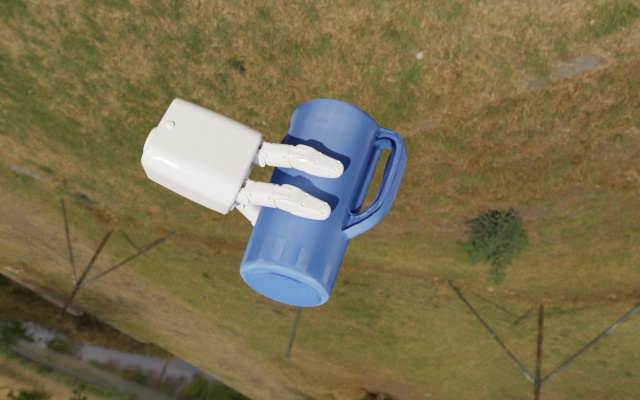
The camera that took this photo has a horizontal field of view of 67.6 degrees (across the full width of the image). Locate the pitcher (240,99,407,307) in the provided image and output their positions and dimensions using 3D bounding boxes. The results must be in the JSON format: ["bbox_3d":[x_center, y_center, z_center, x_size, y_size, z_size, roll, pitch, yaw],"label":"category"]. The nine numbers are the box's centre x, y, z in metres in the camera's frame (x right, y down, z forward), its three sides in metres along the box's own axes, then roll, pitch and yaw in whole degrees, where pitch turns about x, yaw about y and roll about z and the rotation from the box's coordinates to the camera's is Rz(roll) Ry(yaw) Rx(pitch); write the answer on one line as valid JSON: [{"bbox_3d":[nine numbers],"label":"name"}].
[{"bbox_3d":[0.000,0.002,0.593,0.145,0.242,0.149,25,-30,-11],"label":"pitcher"}]
